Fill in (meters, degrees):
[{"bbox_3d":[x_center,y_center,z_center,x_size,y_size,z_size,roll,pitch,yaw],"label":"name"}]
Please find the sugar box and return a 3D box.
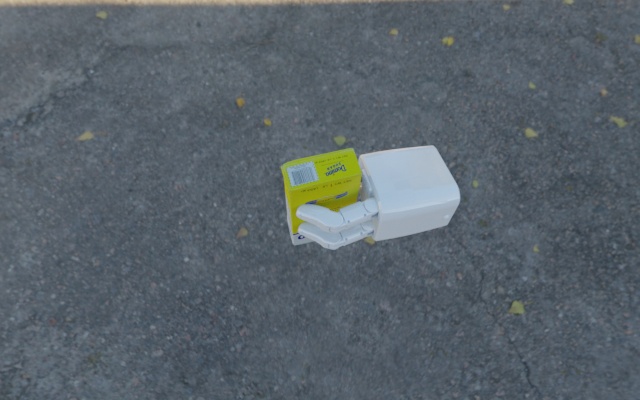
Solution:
[{"bbox_3d":[0.000,0.003,0.646,0.093,0.048,0.176,-13,-28,-7],"label":"sugar box"}]
